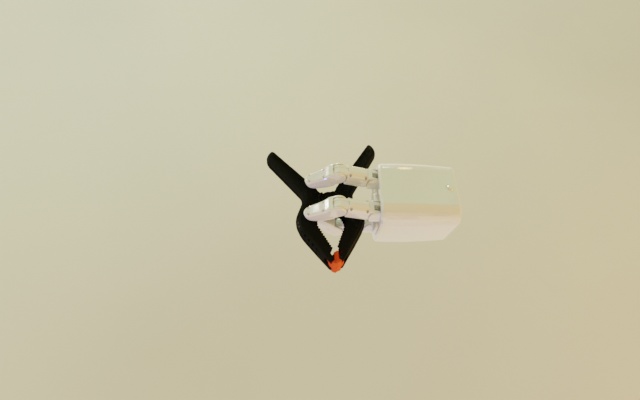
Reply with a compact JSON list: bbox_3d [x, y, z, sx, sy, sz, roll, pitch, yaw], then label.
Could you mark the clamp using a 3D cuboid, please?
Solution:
[{"bbox_3d":[0.000,0.003,0.680,0.164,0.209,0.036,0,-35,1],"label":"clamp"}]
